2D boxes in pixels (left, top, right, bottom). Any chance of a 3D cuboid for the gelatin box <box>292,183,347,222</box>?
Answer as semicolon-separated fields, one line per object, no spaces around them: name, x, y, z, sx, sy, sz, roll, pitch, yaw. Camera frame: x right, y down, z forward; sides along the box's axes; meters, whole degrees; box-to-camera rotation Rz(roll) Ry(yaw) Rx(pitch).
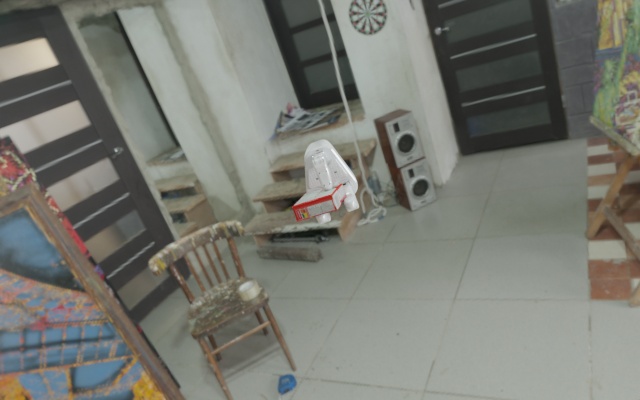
gelatin box;0.000;0.002;0.814;0.073;0.030;0.089;-16;11;17
